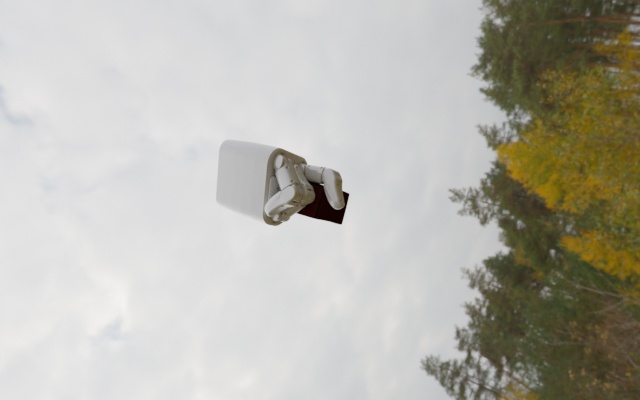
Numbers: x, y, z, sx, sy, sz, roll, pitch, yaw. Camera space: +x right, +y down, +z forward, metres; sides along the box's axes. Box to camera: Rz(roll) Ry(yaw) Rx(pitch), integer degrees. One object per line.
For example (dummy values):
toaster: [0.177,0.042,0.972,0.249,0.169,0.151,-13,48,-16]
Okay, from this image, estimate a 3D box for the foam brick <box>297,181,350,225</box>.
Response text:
foam brick: [0.000,0.003,0.728,0.051,0.053,0.078,15,-1,33]
